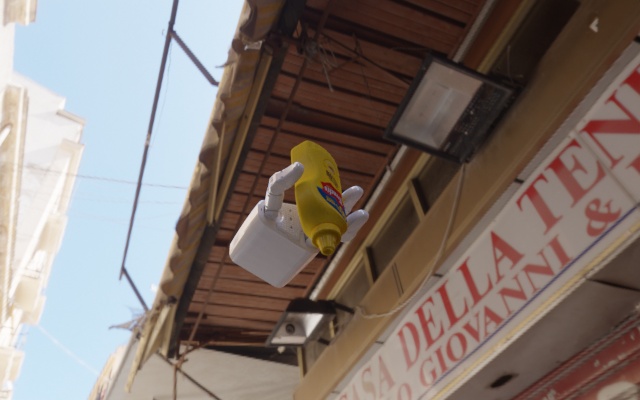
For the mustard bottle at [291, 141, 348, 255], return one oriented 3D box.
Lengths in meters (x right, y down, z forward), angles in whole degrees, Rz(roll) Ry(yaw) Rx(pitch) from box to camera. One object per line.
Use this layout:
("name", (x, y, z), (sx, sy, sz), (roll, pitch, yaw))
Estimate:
("mustard bottle", (0.000, 0.002, 0.694), (0.058, 0.191, 0.096), (-27, -50, 17))
